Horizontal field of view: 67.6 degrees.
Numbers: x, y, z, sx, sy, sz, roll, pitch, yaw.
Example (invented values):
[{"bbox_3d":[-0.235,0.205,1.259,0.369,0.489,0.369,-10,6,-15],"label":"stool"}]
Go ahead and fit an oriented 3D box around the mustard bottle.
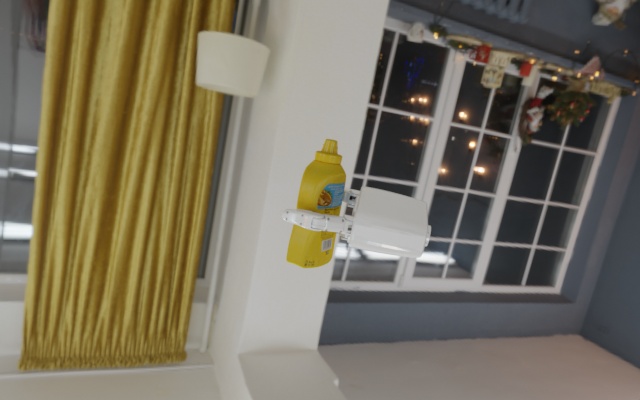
[{"bbox_3d":[0.000,0.003,0.727,0.058,0.192,0.096,17,13,29],"label":"mustard bottle"}]
